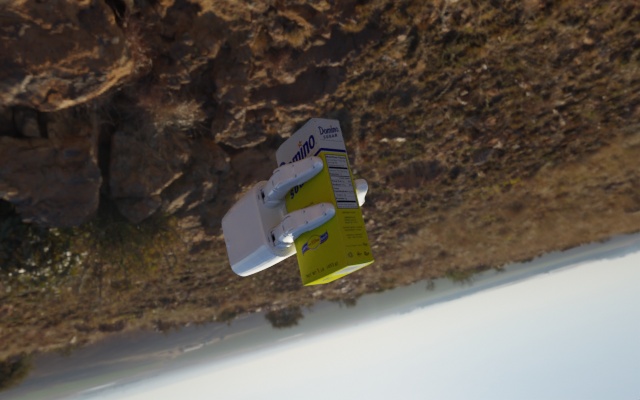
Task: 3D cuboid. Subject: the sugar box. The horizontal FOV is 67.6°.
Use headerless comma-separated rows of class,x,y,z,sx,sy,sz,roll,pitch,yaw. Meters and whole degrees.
sugar box,0.000,0.002,0.559,0.048,0.176,0.093,-3,-20,-38
